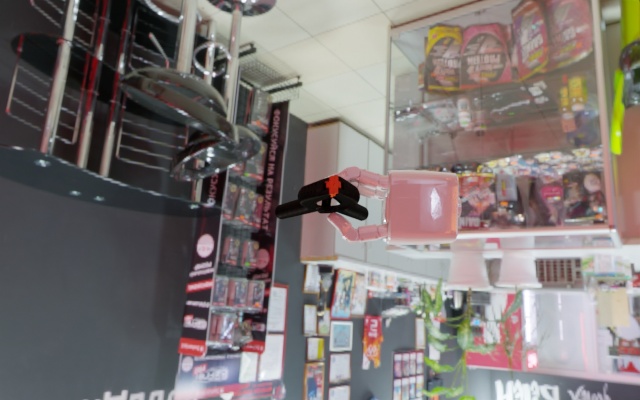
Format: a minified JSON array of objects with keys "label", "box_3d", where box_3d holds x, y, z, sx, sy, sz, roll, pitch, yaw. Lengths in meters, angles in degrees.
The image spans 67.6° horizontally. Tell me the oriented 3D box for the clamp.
[{"label":"clamp","box_3d":[0.000,0.003,0.760,0.164,0.036,0.210,-1,-13,2]}]
